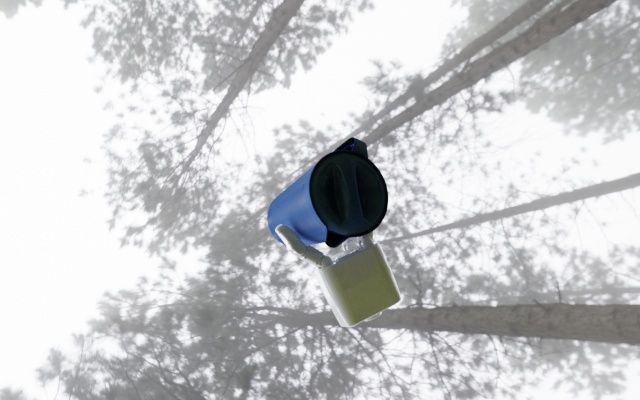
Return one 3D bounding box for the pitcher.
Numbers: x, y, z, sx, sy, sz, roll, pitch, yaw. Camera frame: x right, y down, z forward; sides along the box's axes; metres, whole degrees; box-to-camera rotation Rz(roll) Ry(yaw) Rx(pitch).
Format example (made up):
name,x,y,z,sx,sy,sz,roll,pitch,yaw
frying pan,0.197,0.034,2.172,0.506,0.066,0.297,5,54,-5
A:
name,x,y,z,sx,sy,sz,roll,pitch,yaw
pitcher,0.000,0.003,0.808,0.149,0.145,0.243,-26,0,-28
